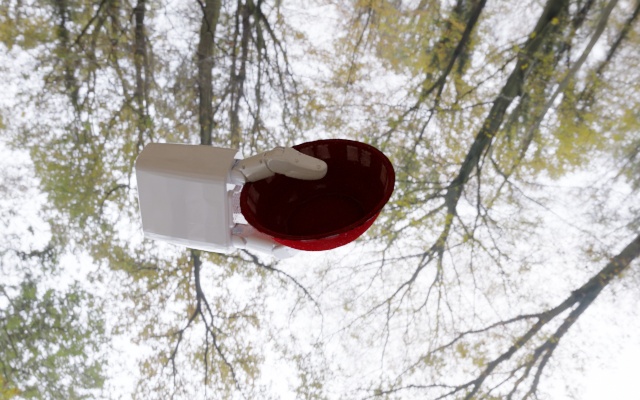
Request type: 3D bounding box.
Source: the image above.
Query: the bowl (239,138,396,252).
[{"bbox_3d":[0.001,0.002,0.502,0.162,0.055,0.162,-8,40,7],"label":"bowl"}]
